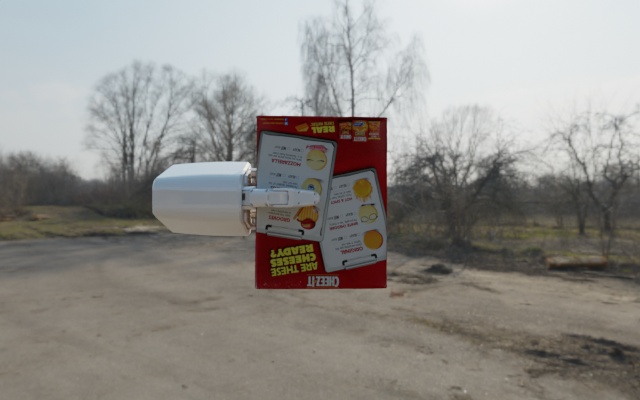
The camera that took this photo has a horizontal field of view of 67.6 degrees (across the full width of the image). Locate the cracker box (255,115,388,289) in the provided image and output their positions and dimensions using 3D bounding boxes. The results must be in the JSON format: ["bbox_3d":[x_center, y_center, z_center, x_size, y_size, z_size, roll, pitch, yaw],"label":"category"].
[{"bbox_3d":[0.000,0.002,0.614,0.164,0.213,0.072,0,0,-2],"label":"cracker box"}]
